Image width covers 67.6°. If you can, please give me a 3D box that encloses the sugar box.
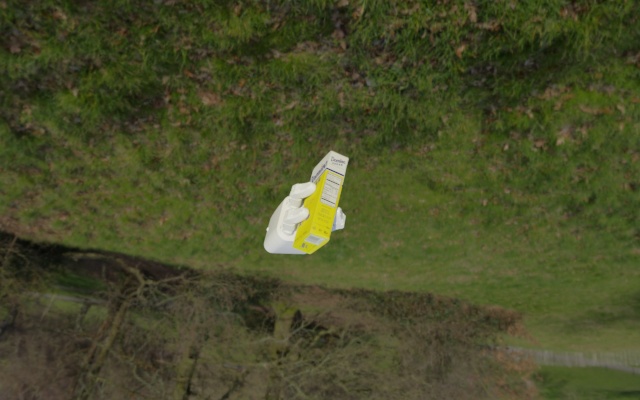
[{"bbox_3d":[0.000,0.003,0.895,0.048,0.176,0.093,20,-29,-17],"label":"sugar box"}]
